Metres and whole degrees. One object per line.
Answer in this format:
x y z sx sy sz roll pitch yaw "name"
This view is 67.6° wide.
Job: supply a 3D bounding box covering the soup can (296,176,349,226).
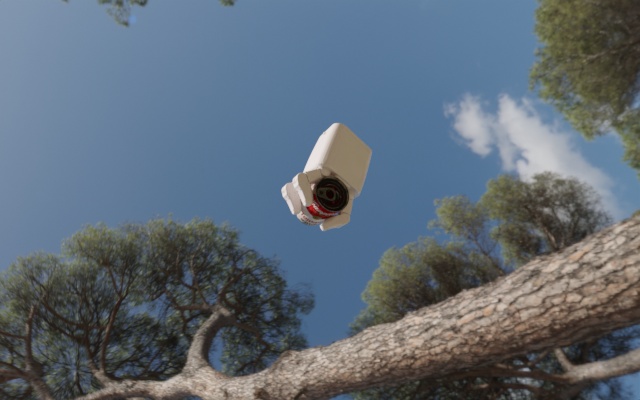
0.000 0.004 0.899 0.068 0.068 0.102 0 -18 -27 "soup can"
